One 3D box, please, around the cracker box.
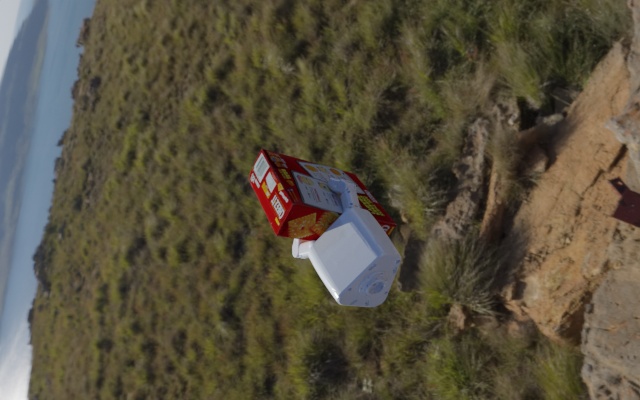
[{"bbox_3d":[0.000,0.003,0.822,0.214,0.072,0.164,13,29,-35],"label":"cracker box"}]
